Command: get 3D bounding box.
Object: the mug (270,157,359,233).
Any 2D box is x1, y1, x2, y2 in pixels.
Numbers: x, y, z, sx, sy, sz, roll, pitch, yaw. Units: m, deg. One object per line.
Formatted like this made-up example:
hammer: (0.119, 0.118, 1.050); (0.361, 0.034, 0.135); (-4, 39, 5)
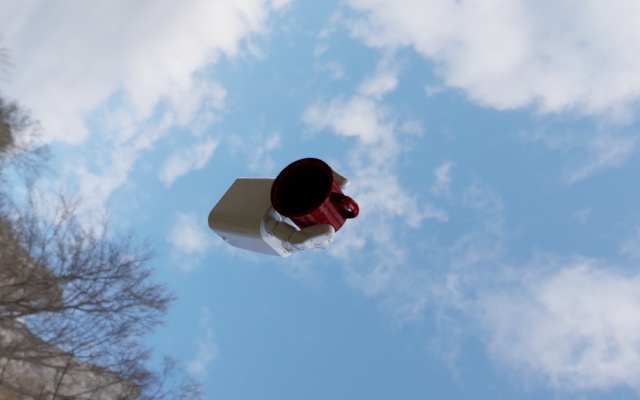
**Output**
mug: (0.001, 0.002, 0.657); (0.117, 0.093, 0.081); (7, -25, 30)
